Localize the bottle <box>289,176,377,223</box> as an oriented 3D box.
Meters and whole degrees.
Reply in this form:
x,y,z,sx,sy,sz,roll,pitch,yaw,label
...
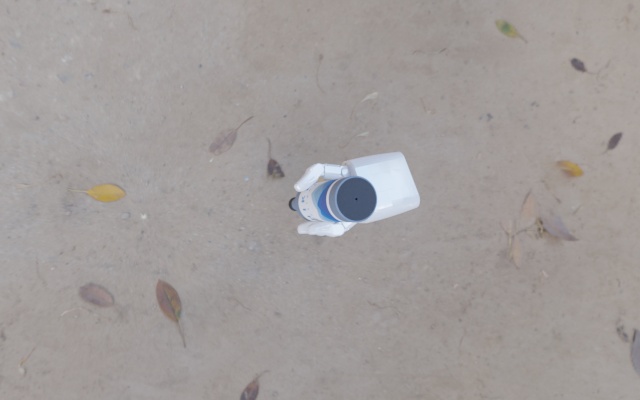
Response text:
x,y,z,sx,sy,sz,roll,pitch,yaw,label
0.000,0.003,0.811,0.069,0.069,0.296,0,-2,-20,bottle
